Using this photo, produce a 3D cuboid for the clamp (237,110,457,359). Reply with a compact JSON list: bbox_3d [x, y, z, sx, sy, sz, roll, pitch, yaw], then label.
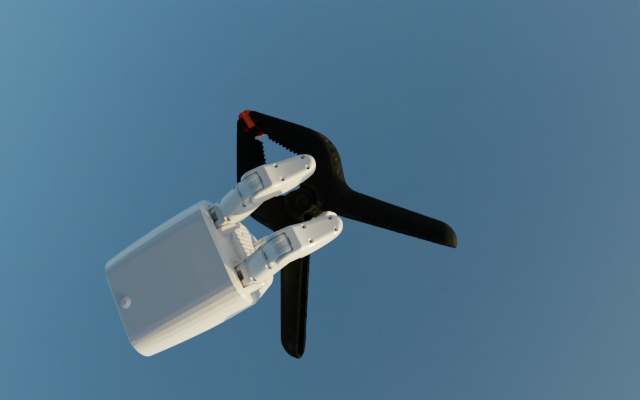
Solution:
[{"bbox_3d":[0.000,0.001,0.406,0.164,0.210,0.036,-30,-16,5],"label":"clamp"}]
